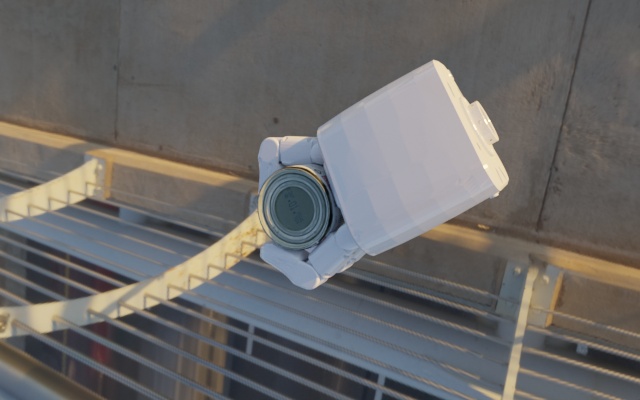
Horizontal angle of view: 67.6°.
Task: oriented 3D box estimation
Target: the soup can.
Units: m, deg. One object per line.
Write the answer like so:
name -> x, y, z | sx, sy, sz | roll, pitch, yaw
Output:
soup can -> -0.001, 0.002, 0.414 | 0.068, 0.068, 0.102 | 0, 6, 26
